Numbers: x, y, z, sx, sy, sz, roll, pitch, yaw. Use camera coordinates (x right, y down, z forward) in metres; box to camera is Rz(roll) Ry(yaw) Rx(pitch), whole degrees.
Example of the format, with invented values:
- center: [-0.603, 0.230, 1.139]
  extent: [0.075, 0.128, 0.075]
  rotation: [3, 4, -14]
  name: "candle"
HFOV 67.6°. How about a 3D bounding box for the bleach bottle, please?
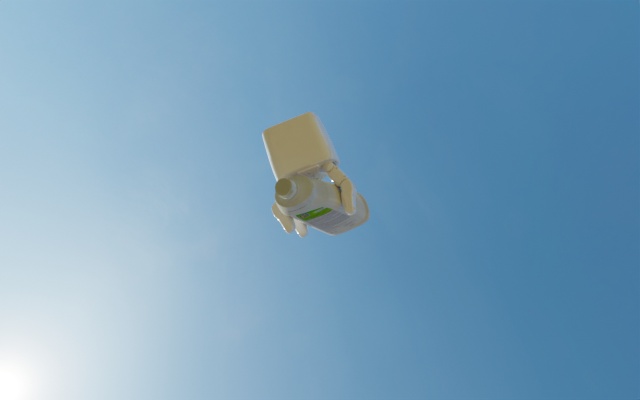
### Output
- center: [0.000, 0.003, 0.833]
  extent: [0.102, 0.068, 0.251]
  rotation: [-27, -22, 16]
  name: "bleach bottle"
